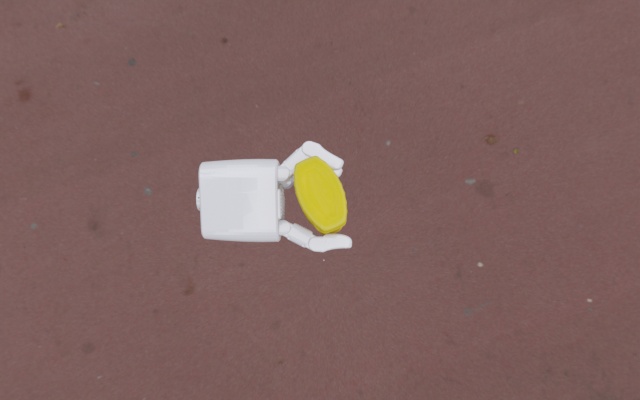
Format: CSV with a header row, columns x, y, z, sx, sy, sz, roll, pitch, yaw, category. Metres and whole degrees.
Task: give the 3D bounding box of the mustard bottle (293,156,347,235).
x,y,z,sx,sy,sz,roll,pitch,yaw,category
0.000,0.002,0.677,0.058,0.096,0.191,-25,-7,-3,mustard bottle
